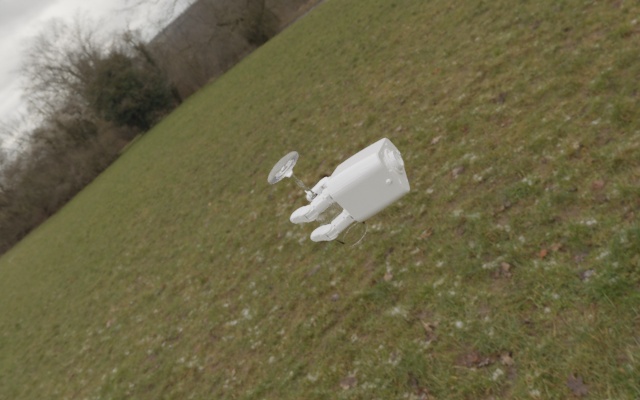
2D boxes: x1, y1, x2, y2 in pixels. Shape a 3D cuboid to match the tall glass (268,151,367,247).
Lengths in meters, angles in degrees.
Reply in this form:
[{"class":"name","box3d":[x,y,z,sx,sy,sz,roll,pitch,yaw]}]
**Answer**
[{"class":"tall glass","box3d":[0.000,0.002,0.876,0.201,0.079,0.079,43,-22,-25]}]
